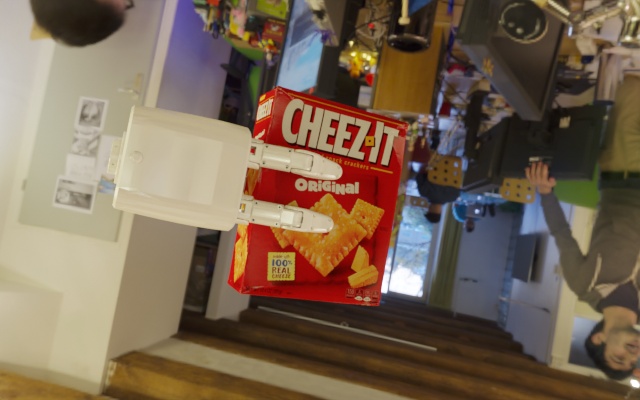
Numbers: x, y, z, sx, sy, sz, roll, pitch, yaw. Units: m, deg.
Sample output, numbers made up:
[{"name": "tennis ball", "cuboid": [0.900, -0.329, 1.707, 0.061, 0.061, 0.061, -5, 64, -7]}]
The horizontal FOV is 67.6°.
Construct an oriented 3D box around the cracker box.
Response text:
[{"name": "cracker box", "cuboid": [0.000, 0.002, 0.529, 0.164, 0.213, 0.072, 11, -3, -23]}]
